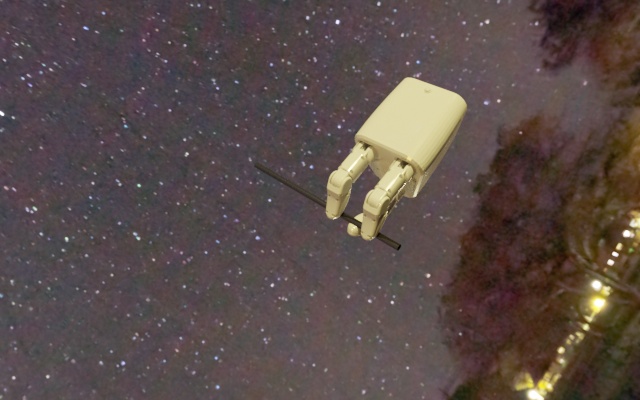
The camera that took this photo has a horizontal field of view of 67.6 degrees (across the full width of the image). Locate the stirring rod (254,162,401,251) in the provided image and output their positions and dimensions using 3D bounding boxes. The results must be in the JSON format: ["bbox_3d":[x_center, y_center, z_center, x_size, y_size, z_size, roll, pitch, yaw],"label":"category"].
[{"bbox_3d":[0.000,0.002,0.605,0.239,0.011,0.011,30,16,31],"label":"stirring rod"}]
